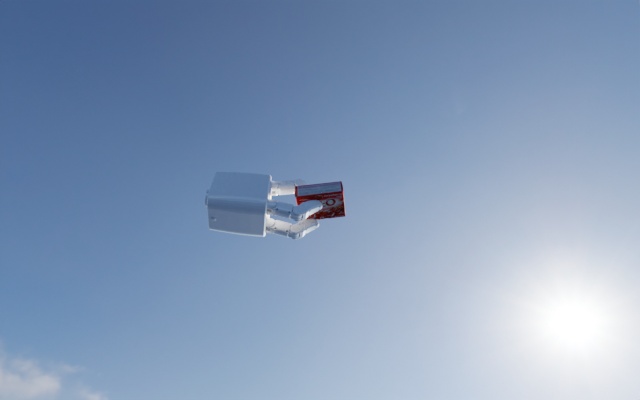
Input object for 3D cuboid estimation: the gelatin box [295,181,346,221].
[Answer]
[{"bbox_3d":[0.000,0.003,0.892,0.089,0.030,0.073,-7,-42,2],"label":"gelatin box"}]
